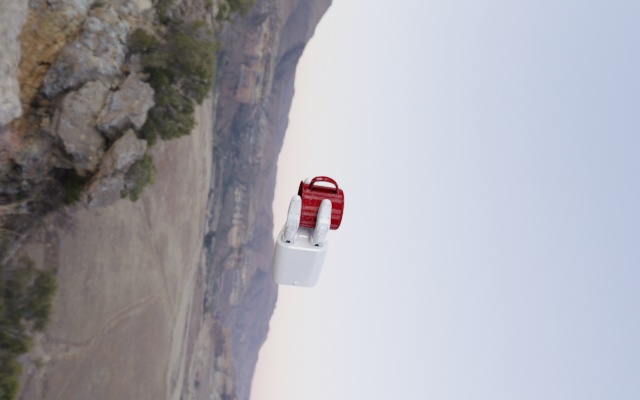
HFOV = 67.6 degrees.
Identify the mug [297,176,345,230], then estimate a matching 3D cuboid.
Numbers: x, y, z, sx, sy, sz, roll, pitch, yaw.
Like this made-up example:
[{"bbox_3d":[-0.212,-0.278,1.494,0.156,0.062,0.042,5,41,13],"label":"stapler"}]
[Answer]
[{"bbox_3d":[0.001,0.002,0.897,0.081,0.117,0.093,7,36,-9],"label":"mug"}]
